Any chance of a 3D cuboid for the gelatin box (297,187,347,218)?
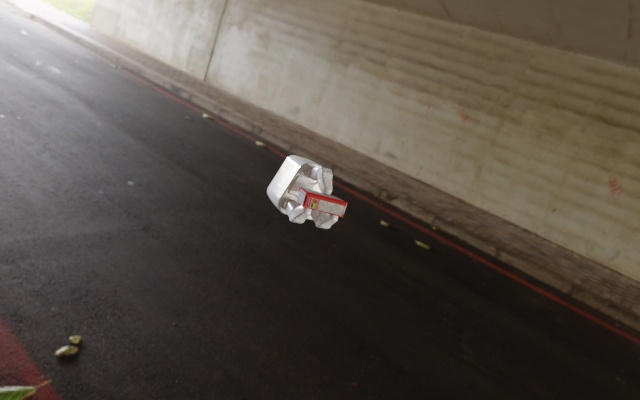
[{"bbox_3d":[0.000,0.002,0.842,0.073,0.030,0.089,15,4,-11],"label":"gelatin box"}]
